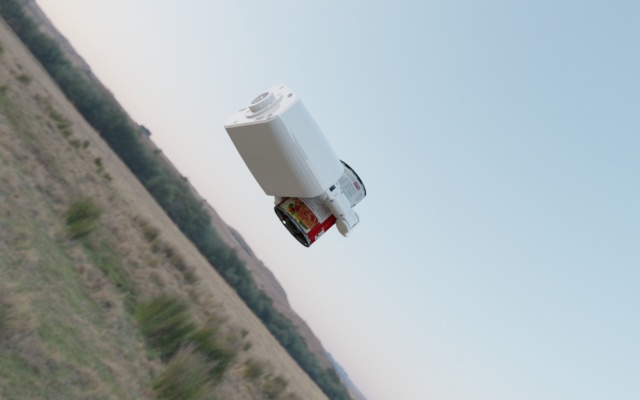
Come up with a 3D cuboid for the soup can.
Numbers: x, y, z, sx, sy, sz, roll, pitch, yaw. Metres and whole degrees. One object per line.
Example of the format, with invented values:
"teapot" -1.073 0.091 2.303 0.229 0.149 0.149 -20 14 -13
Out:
"soup can" 0.001 0.002 0.611 0.102 0.068 0.068 -41 13 -16
